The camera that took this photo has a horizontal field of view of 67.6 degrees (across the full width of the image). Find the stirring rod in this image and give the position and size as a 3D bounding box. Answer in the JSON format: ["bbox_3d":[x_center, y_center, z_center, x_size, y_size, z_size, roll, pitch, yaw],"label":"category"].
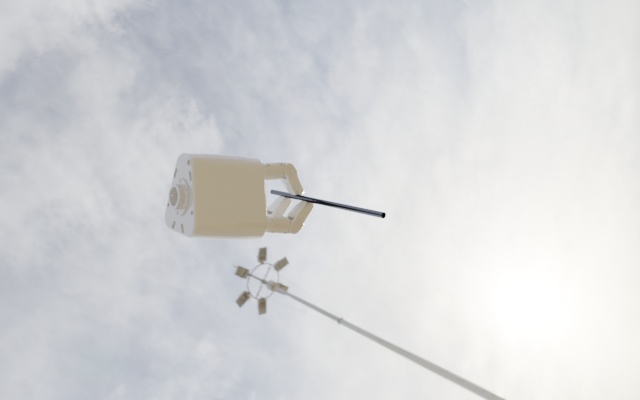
[{"bbox_3d":[0.000,0.002,0.678,0.011,0.011,0.239,0,8,-41],"label":"stirring rod"}]
